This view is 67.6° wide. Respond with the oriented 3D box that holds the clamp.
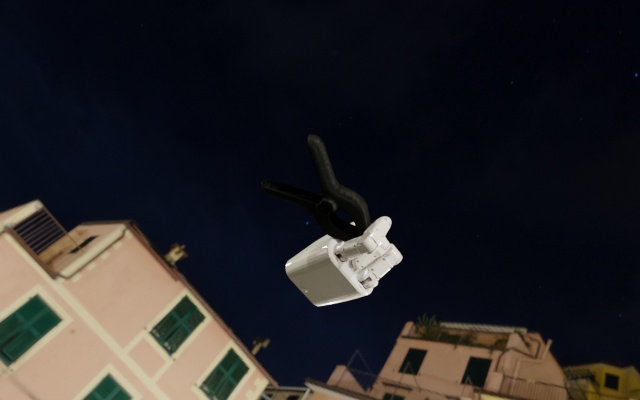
[{"bbox_3d":[0.001,0.002,0.662,0.120,0.171,0.039,-28,15,38],"label":"clamp"}]
